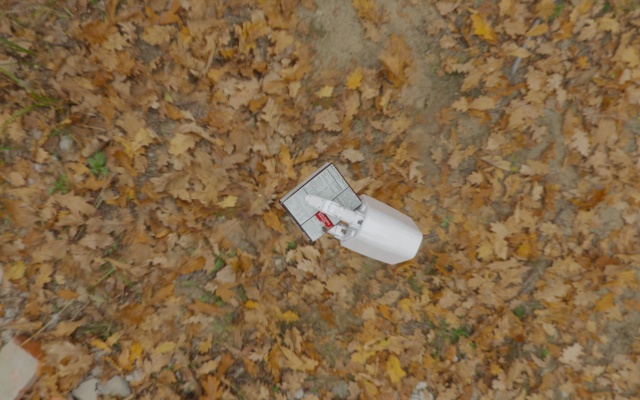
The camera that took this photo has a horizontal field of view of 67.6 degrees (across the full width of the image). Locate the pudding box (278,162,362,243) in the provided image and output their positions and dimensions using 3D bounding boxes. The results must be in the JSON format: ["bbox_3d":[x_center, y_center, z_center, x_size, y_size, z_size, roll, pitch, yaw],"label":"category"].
[{"bbox_3d":[0.000,0.003,0.804,0.113,0.090,0.039,-39,10,-8],"label":"pudding box"}]
